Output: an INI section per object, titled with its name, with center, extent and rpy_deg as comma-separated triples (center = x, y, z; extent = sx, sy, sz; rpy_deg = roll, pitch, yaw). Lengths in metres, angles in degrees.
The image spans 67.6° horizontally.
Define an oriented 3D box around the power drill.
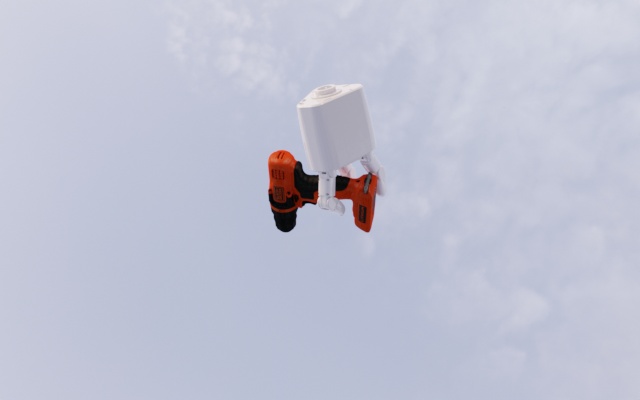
[power drill]
center = 0.001, 0.003, 0.830
extent = 0.187, 0.057, 0.185
rpy_deg = 9, -42, 9
